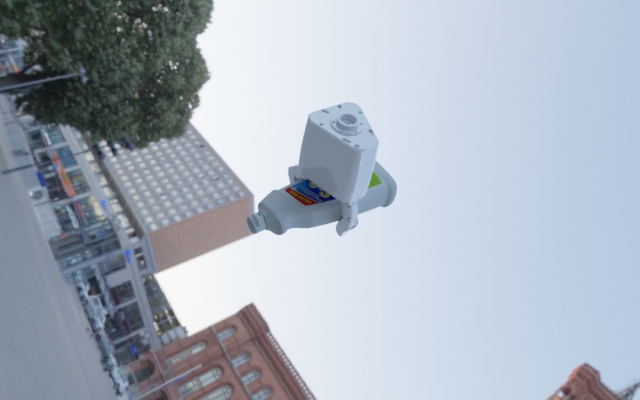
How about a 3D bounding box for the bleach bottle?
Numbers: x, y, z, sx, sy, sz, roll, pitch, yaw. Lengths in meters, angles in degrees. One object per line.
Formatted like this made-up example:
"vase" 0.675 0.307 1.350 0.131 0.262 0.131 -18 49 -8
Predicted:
"bleach bottle" 0.000 0.003 0.792 0.251 0.068 0.102 -22 55 -27
